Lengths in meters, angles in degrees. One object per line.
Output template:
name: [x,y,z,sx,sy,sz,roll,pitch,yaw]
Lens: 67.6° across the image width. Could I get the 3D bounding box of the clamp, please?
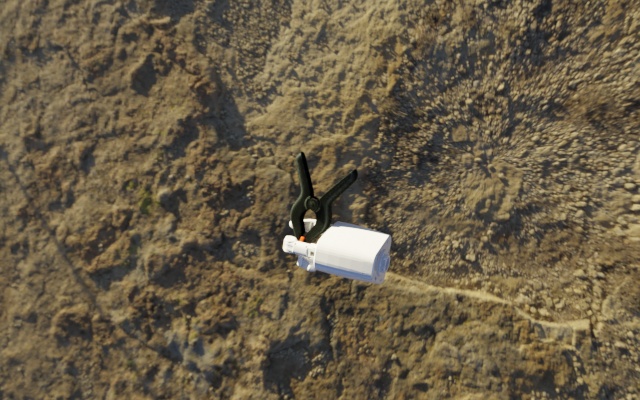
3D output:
clamp: [0.000,0.003,0.871,0.120,0.171,0.039,12,8,24]
